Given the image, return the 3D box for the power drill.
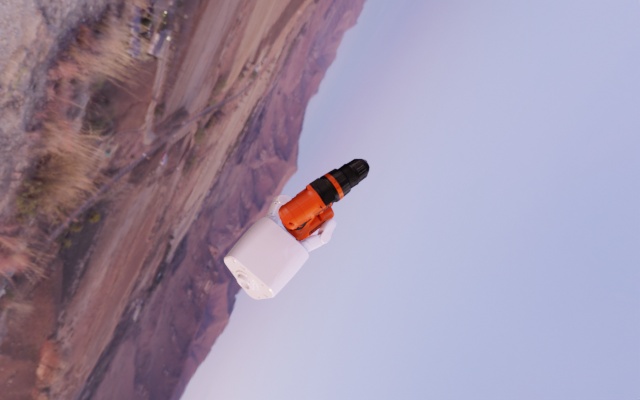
[{"bbox_3d":[0.000,0.003,0.886,0.184,0.057,0.188,-33,-11,-15],"label":"power drill"}]
